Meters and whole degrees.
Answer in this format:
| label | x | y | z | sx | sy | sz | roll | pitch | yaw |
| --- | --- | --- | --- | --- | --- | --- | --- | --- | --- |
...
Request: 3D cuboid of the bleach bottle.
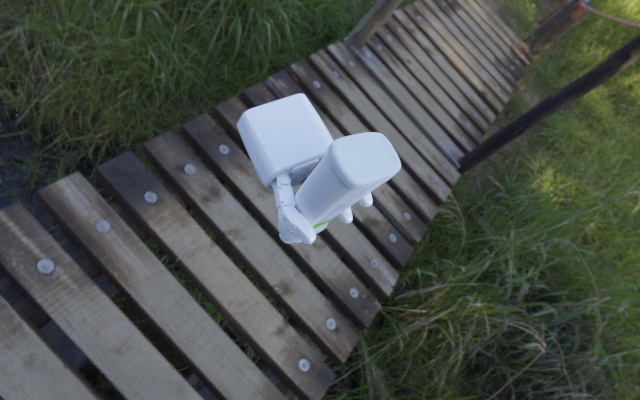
| label | x | y | z | sx | sy | sz | roll | pitch | yaw |
| --- | --- | --- | --- | --- | --- | --- | --- | --- | --- |
| bleach bottle | 0.000 | 0.002 | 0.667 | 0.102 | 0.068 | 0.251 | -18 | -16 | -38 |
